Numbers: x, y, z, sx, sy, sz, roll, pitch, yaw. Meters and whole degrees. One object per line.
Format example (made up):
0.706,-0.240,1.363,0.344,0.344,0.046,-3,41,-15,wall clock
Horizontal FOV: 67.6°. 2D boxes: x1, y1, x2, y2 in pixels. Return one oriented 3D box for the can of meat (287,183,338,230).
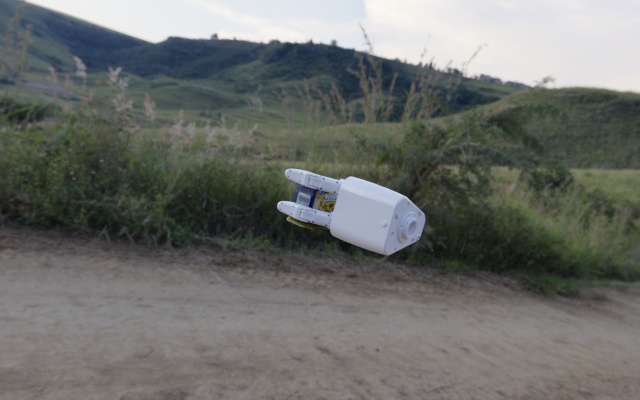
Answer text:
0.000,0.002,0.814,0.057,0.084,0.102,22,9,42,can of meat
